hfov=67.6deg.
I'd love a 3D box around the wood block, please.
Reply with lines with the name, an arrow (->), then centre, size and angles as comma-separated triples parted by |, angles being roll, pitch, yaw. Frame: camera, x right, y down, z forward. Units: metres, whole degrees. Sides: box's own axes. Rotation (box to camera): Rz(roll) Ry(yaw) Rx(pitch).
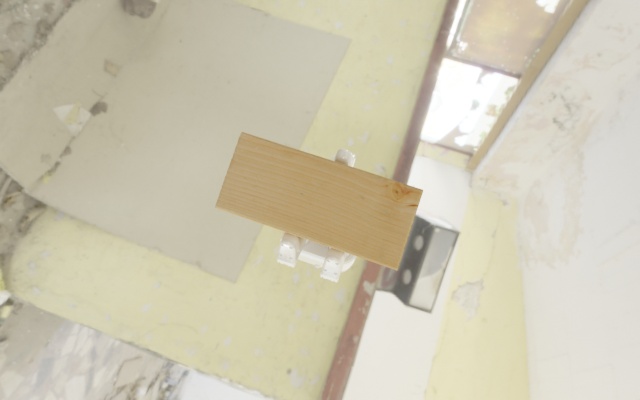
wood block -> 0.000, 0.002, 0.548 | 0.206, 0.091, 0.090 | 18, -3, 6
